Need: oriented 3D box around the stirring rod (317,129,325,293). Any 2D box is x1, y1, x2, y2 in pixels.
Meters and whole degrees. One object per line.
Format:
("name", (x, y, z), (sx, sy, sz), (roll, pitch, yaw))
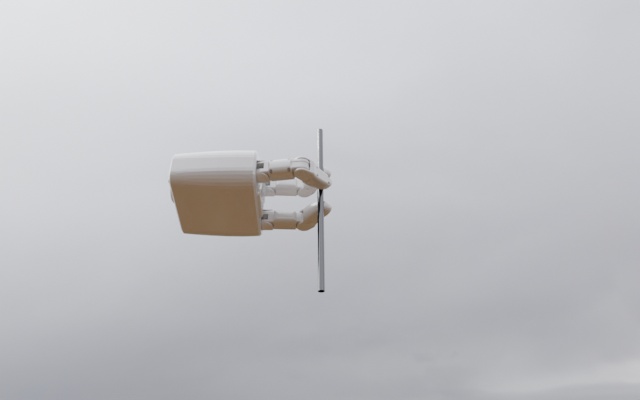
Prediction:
("stirring rod", (0.000, 0.002, 0.603), (0.011, 0.239, 0.011), (0, -33, 0))
